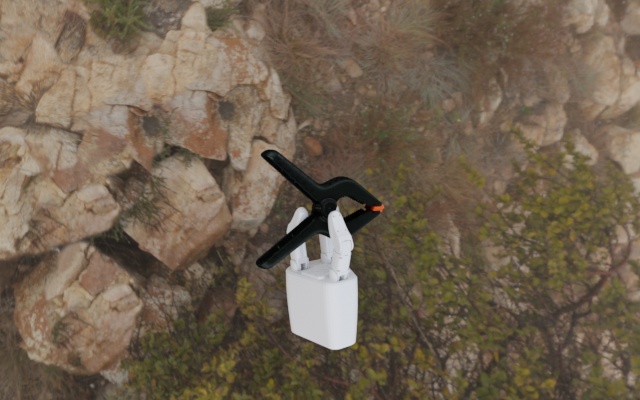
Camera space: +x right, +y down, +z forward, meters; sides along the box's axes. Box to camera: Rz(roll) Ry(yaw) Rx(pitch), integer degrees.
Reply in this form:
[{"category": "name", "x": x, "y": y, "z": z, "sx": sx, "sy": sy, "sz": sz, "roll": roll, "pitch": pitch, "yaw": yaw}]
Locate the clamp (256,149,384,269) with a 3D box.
[{"category": "clamp", "x": 0.001, "y": 0.003, "z": 0.692, "sx": 0.210, "sy": 0.164, "sz": 0.036, "roll": -9, "pitch": 14, "yaw": -29}]
